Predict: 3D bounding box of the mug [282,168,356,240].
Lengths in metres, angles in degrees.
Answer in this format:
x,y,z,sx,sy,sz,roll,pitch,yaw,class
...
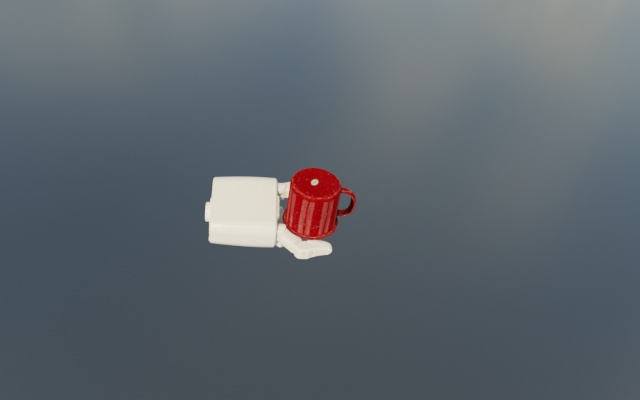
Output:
x,y,z,sx,sy,sz,roll,pitch,yaw,class
0.002,0.002,0.768,0.117,0.082,0.093,2,41,-9,mug
